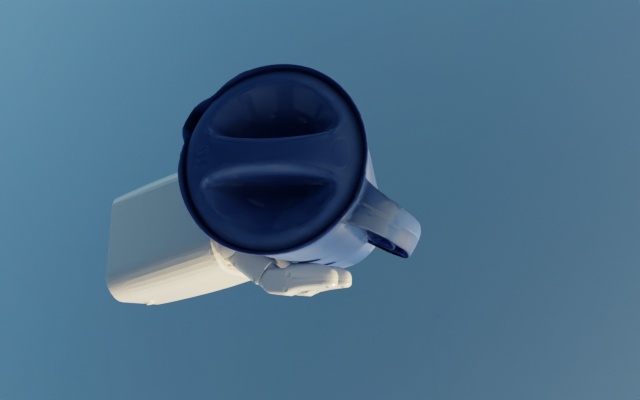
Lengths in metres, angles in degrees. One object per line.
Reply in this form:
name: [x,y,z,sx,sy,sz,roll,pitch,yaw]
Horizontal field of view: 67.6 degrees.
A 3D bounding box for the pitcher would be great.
pitcher: [0.000,0.001,0.421,0.145,0.149,0.243,-19,-17,9]
